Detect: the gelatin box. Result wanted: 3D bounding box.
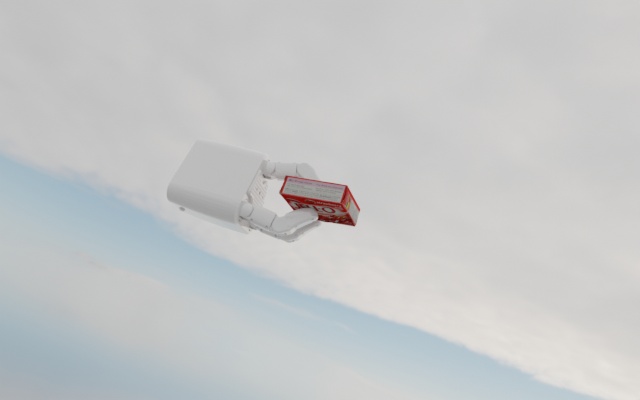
[{"bbox_3d":[0.001,0.002,0.622,0.089,0.030,0.073,9,-22,22],"label":"gelatin box"}]
